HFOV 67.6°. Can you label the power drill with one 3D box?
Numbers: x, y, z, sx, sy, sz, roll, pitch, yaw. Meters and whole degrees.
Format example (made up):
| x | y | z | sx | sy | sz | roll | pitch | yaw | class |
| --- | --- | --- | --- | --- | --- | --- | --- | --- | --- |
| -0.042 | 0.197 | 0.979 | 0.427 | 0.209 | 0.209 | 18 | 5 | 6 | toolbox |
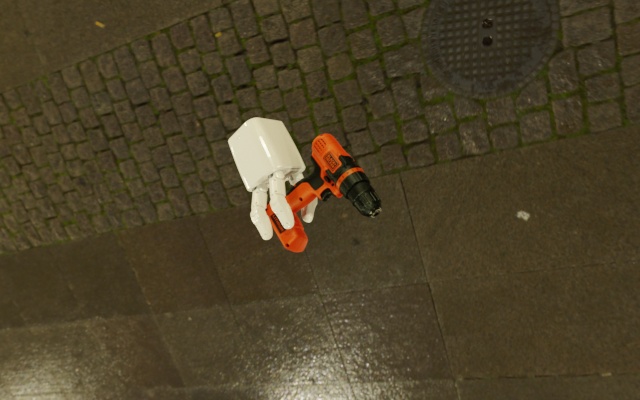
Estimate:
| x | y | z | sx | sy | sz | roll | pitch | yaw | class |
| --- | --- | --- | --- | --- | --- | --- | --- | --- | --- |
| 0.000 | 0.003 | 0.828 | 0.188 | 0.184 | 0.057 | -45 | -34 | 17 | power drill |
